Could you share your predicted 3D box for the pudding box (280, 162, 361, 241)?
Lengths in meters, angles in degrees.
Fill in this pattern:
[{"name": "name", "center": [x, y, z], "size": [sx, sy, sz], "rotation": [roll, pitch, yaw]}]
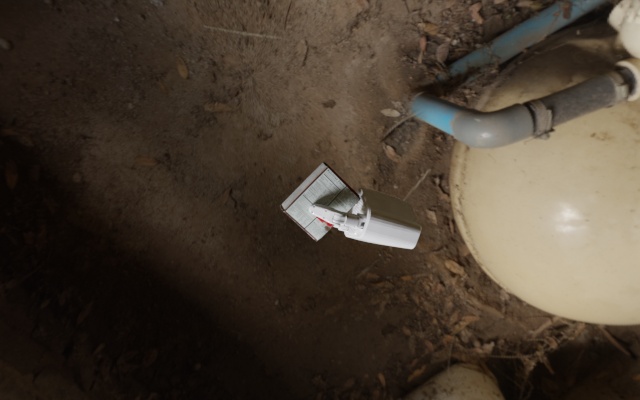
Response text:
[{"name": "pudding box", "center": [0.000, 0.003, 0.841], "size": [0.090, 0.113, 0.039], "rotation": [44, 2, -21]}]
